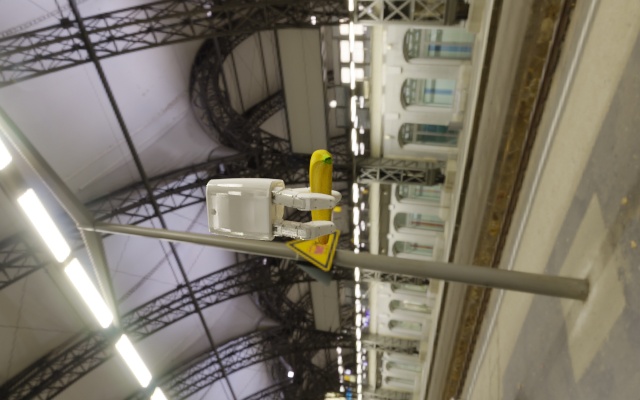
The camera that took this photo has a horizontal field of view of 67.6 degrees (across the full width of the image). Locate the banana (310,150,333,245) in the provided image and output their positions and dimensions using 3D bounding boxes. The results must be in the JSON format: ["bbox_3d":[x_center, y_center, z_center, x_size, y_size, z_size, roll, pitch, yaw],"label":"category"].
[{"bbox_3d":[0.001,-0.013,0.779,0.037,0.069,0.198,1,-45,2],"label":"banana"}]
